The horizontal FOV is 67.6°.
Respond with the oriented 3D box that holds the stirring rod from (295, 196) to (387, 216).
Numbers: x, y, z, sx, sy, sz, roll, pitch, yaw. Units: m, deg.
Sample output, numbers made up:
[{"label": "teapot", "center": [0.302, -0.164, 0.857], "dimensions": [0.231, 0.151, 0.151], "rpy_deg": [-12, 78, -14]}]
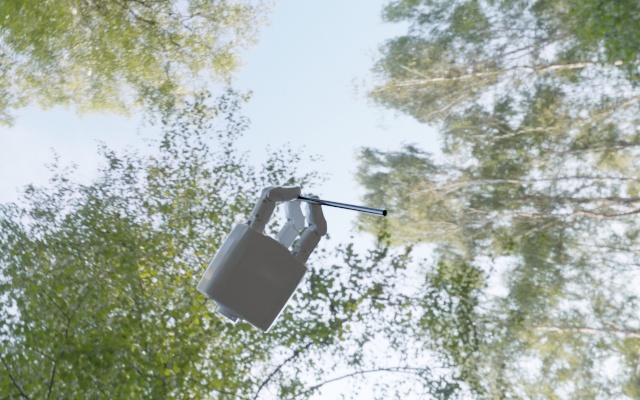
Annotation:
[{"label": "stirring rod", "center": [0.000, 0.002, 0.646], "dimensions": [0.011, 0.011, 0.239], "rpy_deg": [0, 6, -38]}]
